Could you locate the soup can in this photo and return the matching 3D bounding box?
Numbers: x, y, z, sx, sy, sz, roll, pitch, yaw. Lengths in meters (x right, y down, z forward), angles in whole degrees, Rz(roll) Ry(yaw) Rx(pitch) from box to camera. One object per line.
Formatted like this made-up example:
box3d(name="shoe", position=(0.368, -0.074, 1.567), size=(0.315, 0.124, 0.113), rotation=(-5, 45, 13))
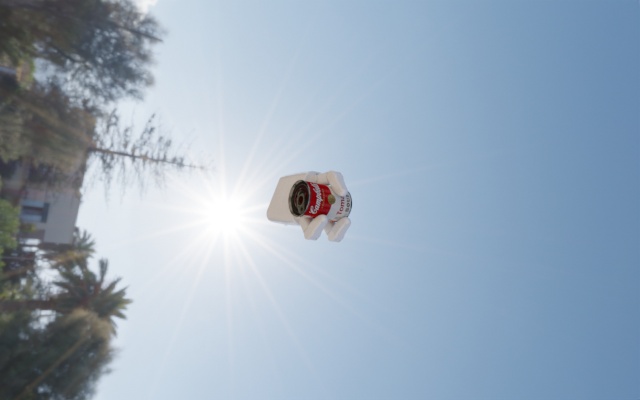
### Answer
box3d(name="soup can", position=(0.001, 0.003, 0.893), size=(0.102, 0.068, 0.068), rotation=(10, -6, -36))
